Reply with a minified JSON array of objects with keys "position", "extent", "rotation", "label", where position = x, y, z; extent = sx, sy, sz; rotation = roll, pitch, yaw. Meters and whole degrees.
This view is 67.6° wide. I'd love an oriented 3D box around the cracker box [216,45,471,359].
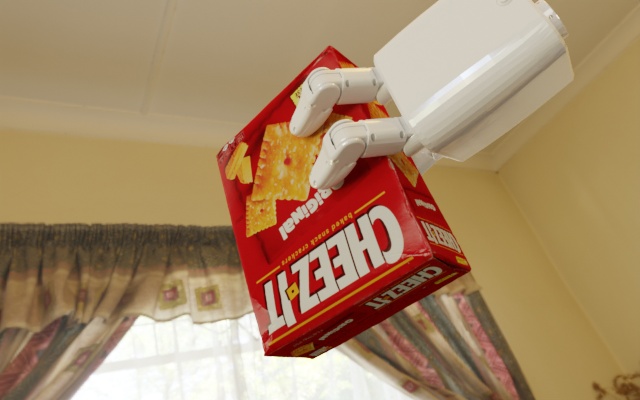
[{"position":[0.000,0.001,0.409],"extent":[0.164,0.213,0.072],"rotation":[-37,-36,26],"label":"cracker box"}]
